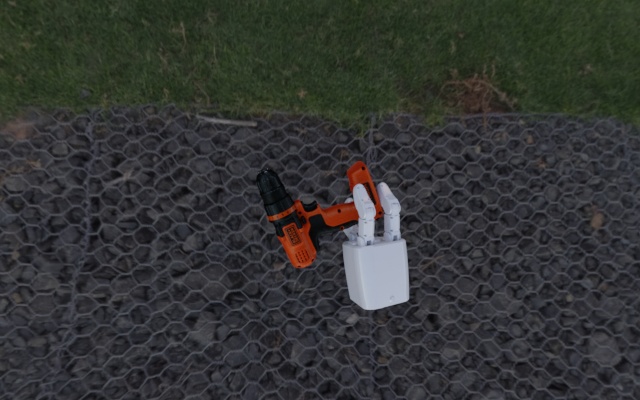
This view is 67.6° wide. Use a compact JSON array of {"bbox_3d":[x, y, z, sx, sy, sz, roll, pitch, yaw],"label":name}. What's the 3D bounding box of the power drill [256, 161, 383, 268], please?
[{"bbox_3d":[0.001,0.003,0.822,0.187,0.184,0.057,-24,17,-3],"label":"power drill"}]
